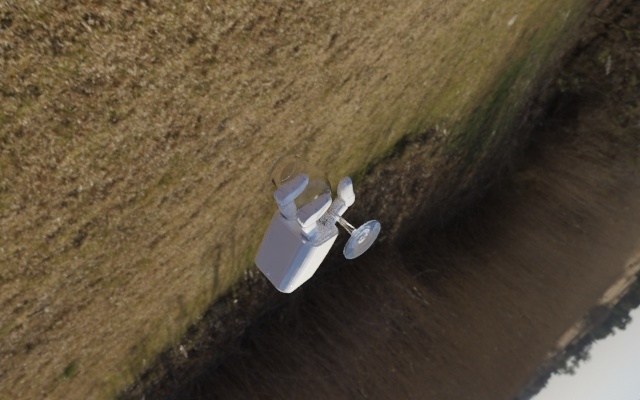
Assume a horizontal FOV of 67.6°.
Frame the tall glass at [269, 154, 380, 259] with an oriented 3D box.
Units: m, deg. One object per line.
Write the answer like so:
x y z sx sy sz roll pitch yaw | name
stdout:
0.001 0.003 0.772 0.201 0.079 0.079 43 25 30 | tall glass
